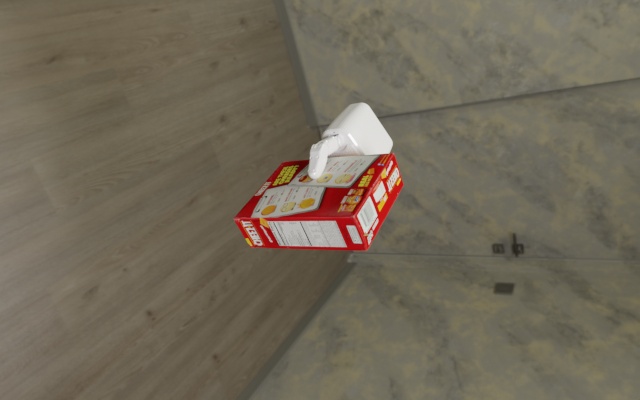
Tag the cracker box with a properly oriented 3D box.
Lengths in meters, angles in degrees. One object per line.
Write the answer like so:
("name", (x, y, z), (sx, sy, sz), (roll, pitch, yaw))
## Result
("cracker box", (0.000, 0.002, 0.741), (0.213, 0.072, 0.164), (-2, 35, 33))
